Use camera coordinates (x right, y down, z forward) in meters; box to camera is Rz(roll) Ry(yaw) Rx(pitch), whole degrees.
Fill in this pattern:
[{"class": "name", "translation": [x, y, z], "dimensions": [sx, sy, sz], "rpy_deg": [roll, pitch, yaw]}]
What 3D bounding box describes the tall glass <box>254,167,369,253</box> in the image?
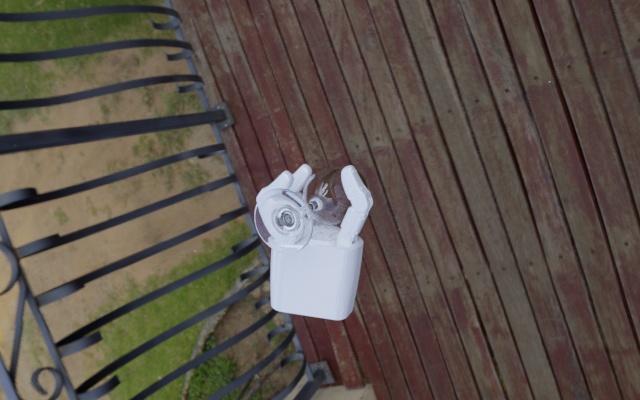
[{"class": "tall glass", "translation": [0.000, 0.002, 0.613], "dimensions": [0.079, 0.079, 0.201], "rpy_deg": [0, 13, 26]}]
